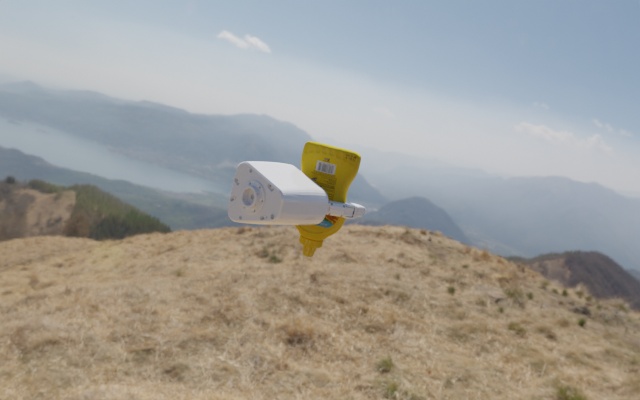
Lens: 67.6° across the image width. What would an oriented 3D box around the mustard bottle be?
[{"bbox_3d":[0.000,0.002,0.805,0.096,0.191,0.058,15,8,11],"label":"mustard bottle"}]
